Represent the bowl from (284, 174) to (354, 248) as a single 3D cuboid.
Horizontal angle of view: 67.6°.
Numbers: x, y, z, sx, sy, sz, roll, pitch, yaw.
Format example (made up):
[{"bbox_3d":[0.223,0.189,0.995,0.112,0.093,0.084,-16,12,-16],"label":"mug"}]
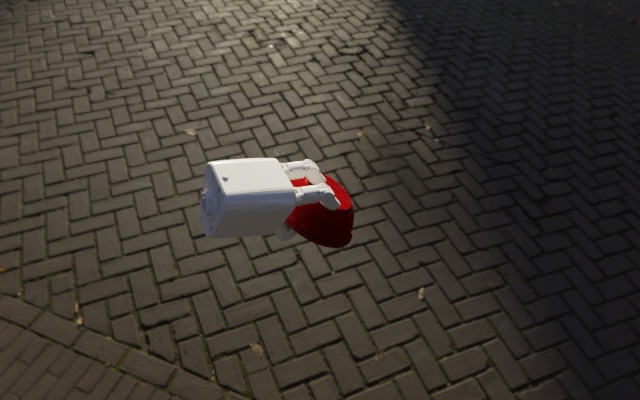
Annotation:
[{"bbox_3d":[0.001,0.002,0.801,0.162,0.055,0.162,28,28,-17],"label":"bowl"}]
